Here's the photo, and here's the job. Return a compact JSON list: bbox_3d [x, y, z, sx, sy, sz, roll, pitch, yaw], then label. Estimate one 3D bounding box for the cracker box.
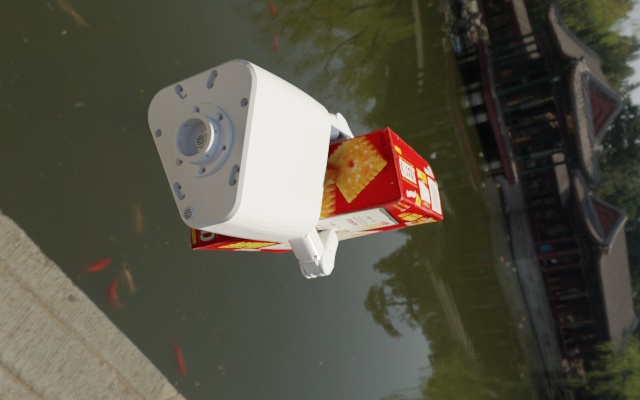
[{"bbox_3d":[0.000,0.002,0.492,0.214,0.072,0.164,-13,-13,24],"label":"cracker box"}]
